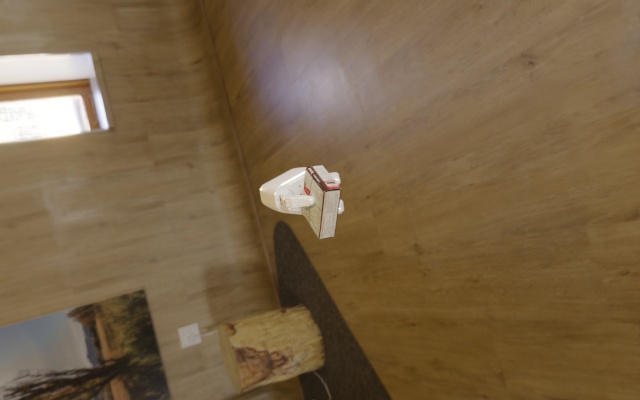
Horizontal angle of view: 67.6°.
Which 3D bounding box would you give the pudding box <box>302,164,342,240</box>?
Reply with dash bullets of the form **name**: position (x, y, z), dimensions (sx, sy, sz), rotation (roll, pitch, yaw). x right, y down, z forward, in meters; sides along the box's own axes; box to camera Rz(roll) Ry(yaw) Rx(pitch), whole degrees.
- **pudding box**: position (0.000, 0.003, 0.898), dimensions (0.039, 0.114, 0.090), rotation (-12, 38, -22)
